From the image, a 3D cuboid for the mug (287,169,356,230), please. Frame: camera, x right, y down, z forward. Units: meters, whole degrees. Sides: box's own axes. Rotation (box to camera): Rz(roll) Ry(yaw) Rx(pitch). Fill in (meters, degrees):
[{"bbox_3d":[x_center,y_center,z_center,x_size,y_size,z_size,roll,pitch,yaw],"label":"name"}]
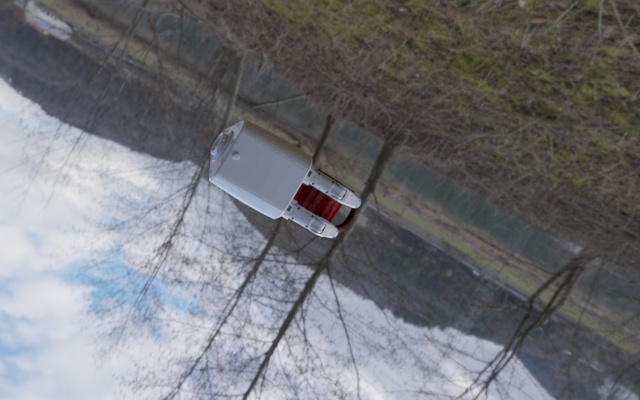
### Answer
[{"bbox_3d":[0.001,0.003,0.722,0.117,0.081,0.093,31,4,-22],"label":"mug"}]
